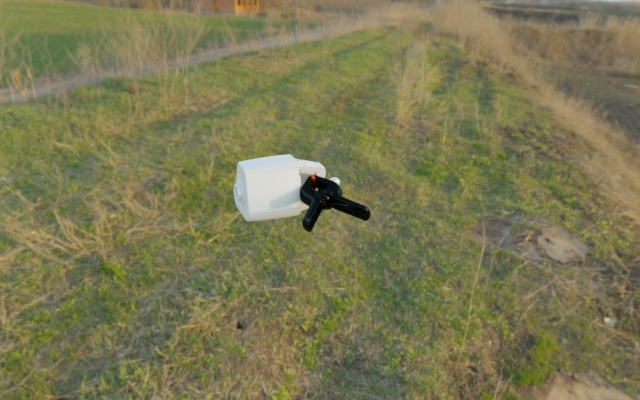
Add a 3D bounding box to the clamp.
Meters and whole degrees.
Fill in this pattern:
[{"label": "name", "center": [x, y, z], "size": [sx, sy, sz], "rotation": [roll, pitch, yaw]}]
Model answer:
[{"label": "clamp", "center": [0.000, 0.002, 0.865], "size": [0.120, 0.039, 0.171], "rotation": [-10, 28, -24]}]
